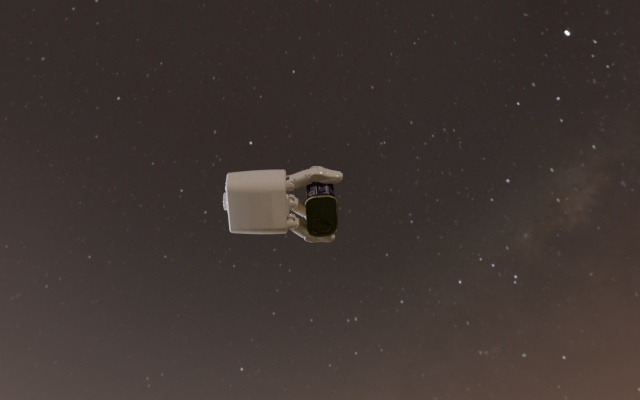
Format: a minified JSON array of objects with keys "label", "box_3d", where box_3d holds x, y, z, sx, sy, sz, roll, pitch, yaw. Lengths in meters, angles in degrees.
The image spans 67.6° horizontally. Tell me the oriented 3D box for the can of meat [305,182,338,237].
[{"label":"can of meat","box_3d":[0.000,0.003,0.888,0.057,0.102,0.083,-4,43,-1]}]
